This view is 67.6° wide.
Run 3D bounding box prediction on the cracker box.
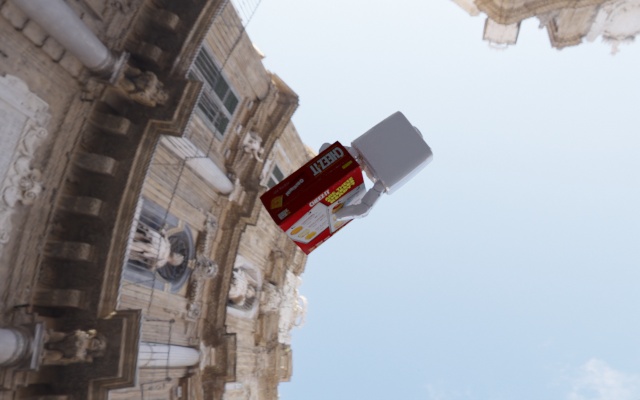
[{"bbox_3d":[0.000,0.003,0.859,0.164,0.072,0.214,-37,-22,-3],"label":"cracker box"}]
